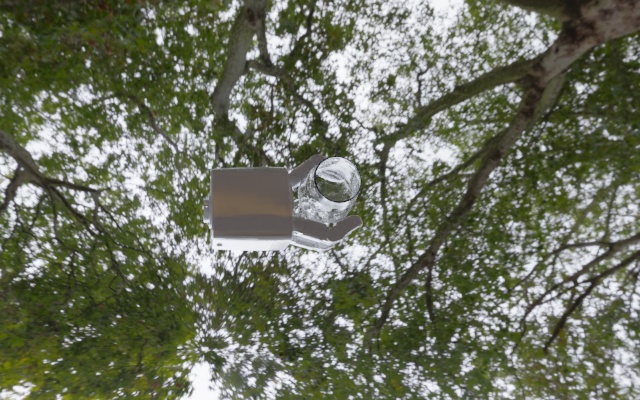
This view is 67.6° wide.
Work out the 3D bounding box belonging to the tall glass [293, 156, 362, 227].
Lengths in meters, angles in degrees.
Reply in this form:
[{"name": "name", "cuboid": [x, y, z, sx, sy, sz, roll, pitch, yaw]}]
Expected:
[{"name": "tall glass", "cuboid": [0.000, 0.002, 0.683, 0.079, 0.079, 0.201, 0, -17, -14]}]
